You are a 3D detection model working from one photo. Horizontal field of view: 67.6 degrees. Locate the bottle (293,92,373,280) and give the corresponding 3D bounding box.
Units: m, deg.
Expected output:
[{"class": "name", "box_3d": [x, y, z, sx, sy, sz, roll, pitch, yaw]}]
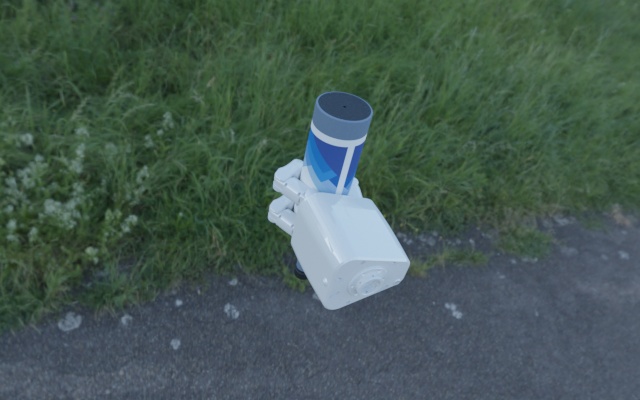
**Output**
[{"class": "bottle", "box_3d": [0.000, 0.002, 0.637, 0.069, 0.296, 0.069, 8, 40, -7]}]
